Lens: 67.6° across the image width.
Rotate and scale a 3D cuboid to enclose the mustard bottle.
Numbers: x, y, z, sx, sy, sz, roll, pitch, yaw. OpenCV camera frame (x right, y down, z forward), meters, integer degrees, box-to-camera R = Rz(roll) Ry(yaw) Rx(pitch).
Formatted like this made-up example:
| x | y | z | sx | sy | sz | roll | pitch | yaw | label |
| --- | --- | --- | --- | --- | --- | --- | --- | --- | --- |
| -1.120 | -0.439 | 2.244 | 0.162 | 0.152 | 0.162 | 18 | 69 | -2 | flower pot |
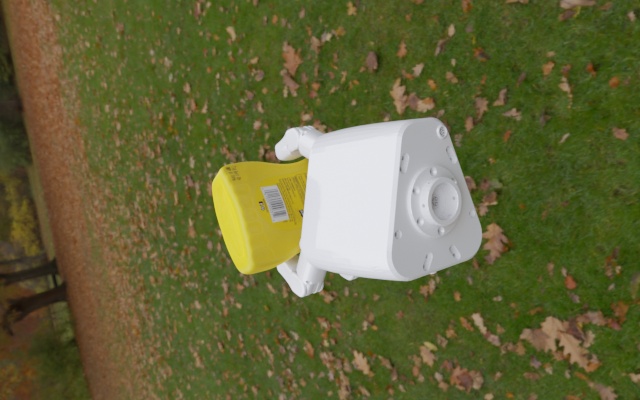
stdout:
| x | y | z | sx | sy | sz | roll | pitch | yaw | label |
| --- | --- | --- | --- | --- | --- | --- | --- | --- | --- |
| 0.000 | 0.002 | 0.461 | 0.191 | 0.096 | 0.058 | -12 | -17 | -32 | mustard bottle |
